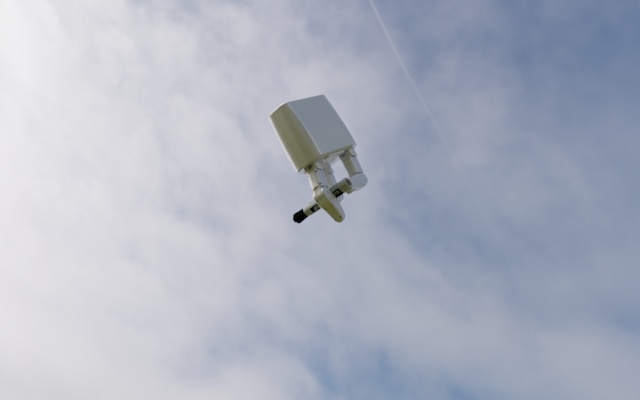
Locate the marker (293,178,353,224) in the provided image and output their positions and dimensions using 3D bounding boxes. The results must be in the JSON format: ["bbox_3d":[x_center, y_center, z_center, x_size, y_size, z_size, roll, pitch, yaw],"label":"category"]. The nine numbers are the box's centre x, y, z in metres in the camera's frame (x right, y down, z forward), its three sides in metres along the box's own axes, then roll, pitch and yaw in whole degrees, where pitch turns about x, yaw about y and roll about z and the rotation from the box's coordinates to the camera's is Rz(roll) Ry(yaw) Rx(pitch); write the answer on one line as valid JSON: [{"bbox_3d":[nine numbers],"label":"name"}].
[{"bbox_3d":[0.000,0.002,0.749,0.121,0.020,0.020,-35,-20,31],"label":"marker"}]
